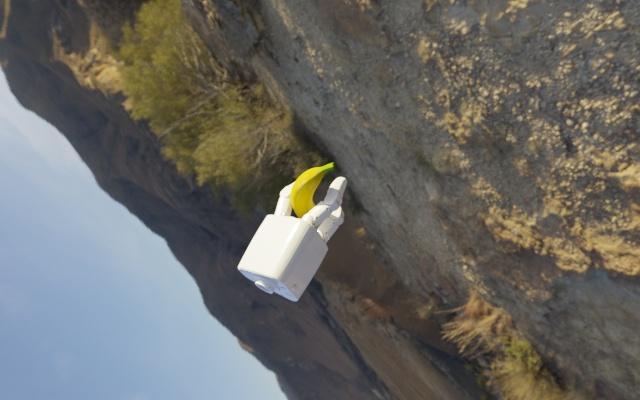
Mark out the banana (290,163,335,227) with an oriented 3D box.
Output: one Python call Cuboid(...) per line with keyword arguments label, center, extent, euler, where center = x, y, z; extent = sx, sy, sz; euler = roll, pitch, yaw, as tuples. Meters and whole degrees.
Cuboid(label="banana", center=(-0.018, 0.000, 0.829), extent=(0.069, 0.037, 0.198), euler=(3, -29, -4))
